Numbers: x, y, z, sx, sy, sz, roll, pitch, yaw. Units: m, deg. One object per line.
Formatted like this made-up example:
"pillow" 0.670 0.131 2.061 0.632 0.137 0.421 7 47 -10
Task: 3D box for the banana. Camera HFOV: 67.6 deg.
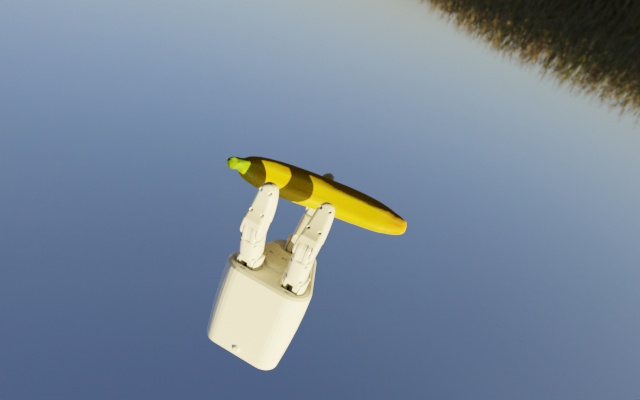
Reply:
"banana" -0.005 -0.006 0.509 0.198 0.037 0.069 19 16 -13
